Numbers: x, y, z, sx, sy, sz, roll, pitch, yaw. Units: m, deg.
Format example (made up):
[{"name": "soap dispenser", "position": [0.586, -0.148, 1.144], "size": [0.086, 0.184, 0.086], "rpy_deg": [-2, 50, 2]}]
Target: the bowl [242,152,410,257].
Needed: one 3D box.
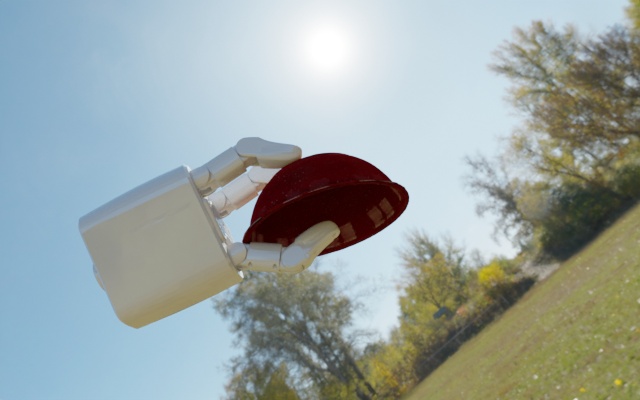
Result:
[{"name": "bowl", "position": [0.001, 0.001, 0.458], "size": [0.162, 0.055, 0.162], "rpy_deg": [-14, -25, -7]}]
